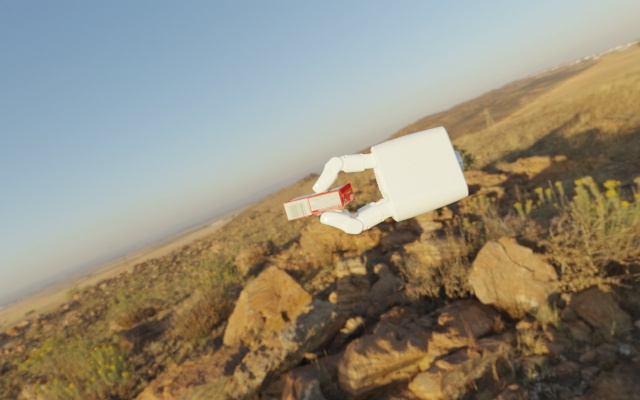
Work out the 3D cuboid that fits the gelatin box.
[{"bbox_3d":[0.000,0.002,0.705,0.089,0.030,0.073,-14,5,17],"label":"gelatin box"}]
